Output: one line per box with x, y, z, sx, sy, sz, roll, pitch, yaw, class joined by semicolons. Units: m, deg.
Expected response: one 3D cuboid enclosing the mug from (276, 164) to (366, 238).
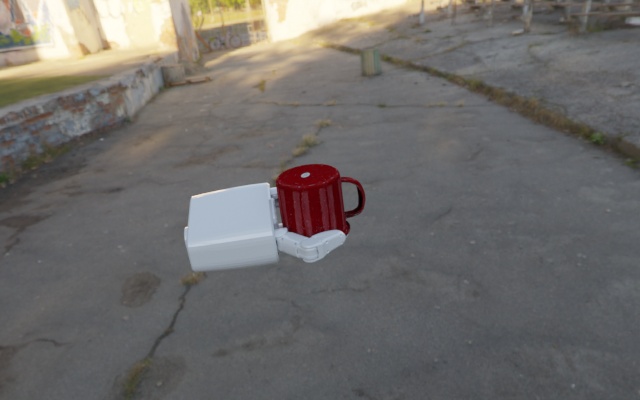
0.002;0.002;0.610;0.117;0.081;0.093;-9;24;-4;mug
